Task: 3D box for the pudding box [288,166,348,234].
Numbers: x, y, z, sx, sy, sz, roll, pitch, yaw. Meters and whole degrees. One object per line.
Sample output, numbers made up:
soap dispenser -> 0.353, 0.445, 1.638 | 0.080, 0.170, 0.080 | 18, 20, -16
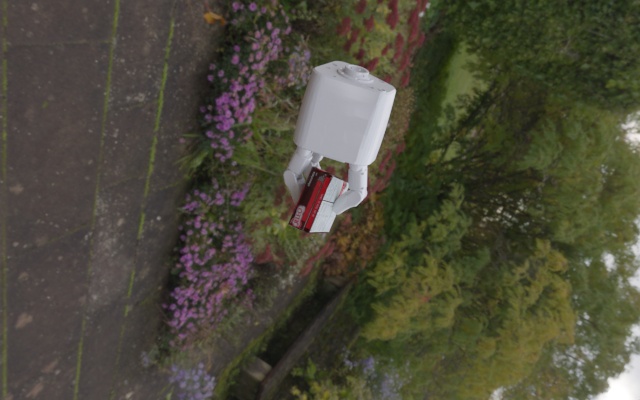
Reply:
pudding box -> 0.000, 0.002, 0.710 | 0.039, 0.090, 0.113 | 25, 4, 17
